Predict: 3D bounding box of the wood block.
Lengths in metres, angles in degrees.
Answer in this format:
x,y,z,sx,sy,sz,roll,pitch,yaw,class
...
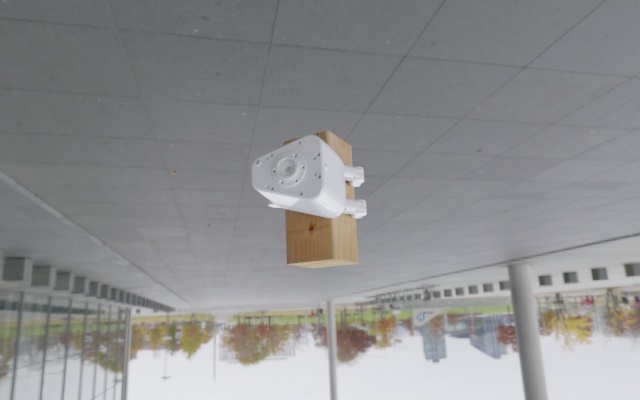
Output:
x,y,z,sx,sy,sz,roll,pitch,yaw,class
0.000,0.003,0.793,0.091,0.206,0.090,-10,-15,28,wood block
